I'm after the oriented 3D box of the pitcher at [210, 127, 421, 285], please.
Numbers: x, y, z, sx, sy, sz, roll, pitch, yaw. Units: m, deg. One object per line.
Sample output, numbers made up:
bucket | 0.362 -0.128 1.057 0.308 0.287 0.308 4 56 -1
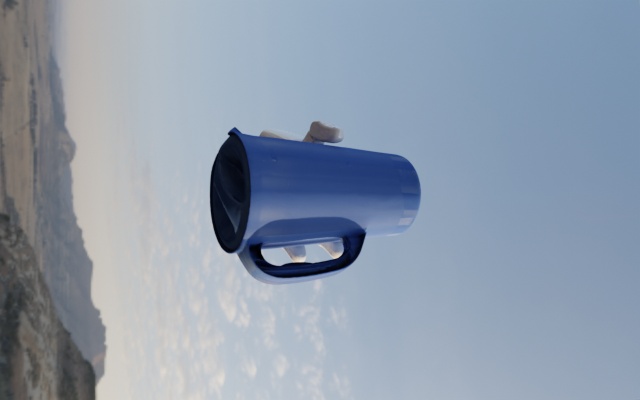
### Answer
pitcher | 0.000 0.002 0.572 0.243 0.149 0.145 1 16 -29
